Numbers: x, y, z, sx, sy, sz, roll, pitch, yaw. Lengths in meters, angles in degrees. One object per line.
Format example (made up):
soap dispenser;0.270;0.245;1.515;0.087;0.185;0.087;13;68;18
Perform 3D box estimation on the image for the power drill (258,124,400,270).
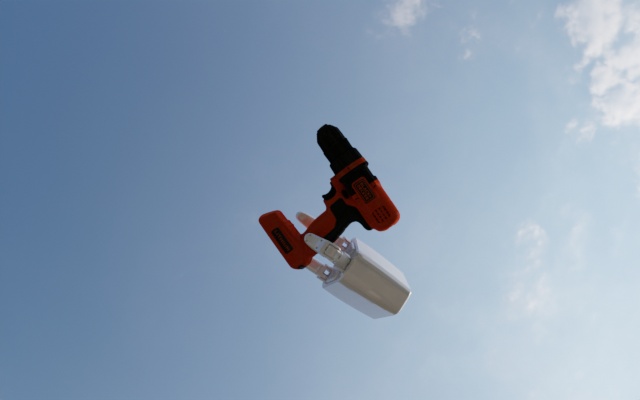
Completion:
power drill;0.000;0.003;0.730;0.188;0.184;0.057;-36;-6;12
